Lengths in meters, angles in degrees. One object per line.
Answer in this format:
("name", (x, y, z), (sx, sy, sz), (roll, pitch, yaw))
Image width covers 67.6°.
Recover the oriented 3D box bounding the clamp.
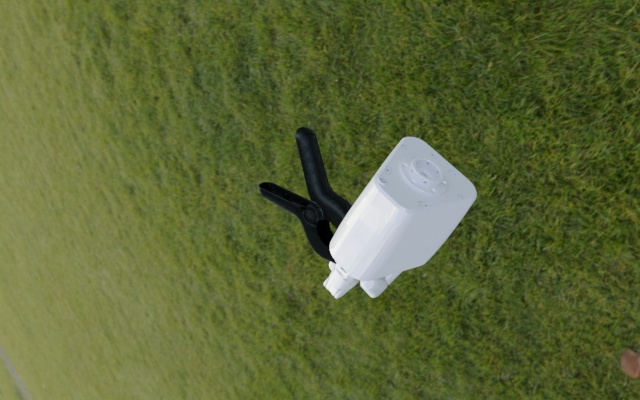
("clamp", (0.000, 0.002, 0.553), (0.039, 0.171, 0.120), (-28, -24, -41))
